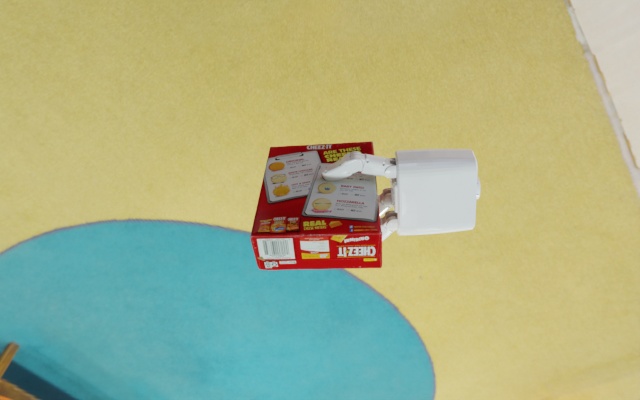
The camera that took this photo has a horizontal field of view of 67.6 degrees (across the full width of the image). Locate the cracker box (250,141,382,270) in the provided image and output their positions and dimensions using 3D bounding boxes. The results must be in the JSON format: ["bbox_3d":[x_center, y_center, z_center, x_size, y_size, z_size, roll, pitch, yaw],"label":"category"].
[{"bbox_3d":[0.000,0.002,0.680,0.164,0.072,0.213,-2,37,4],"label":"cracker box"}]
